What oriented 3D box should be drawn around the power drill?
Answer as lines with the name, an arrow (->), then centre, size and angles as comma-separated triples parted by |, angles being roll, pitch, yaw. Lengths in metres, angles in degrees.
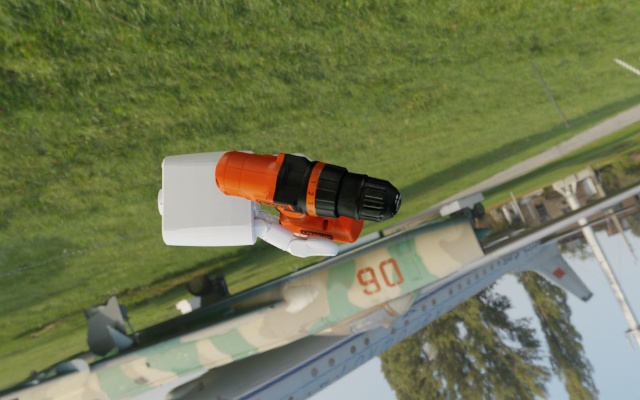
power drill -> 0.000, 0.002, 0.523 | 0.184, 0.057, 0.188 | 13, -12, 15
